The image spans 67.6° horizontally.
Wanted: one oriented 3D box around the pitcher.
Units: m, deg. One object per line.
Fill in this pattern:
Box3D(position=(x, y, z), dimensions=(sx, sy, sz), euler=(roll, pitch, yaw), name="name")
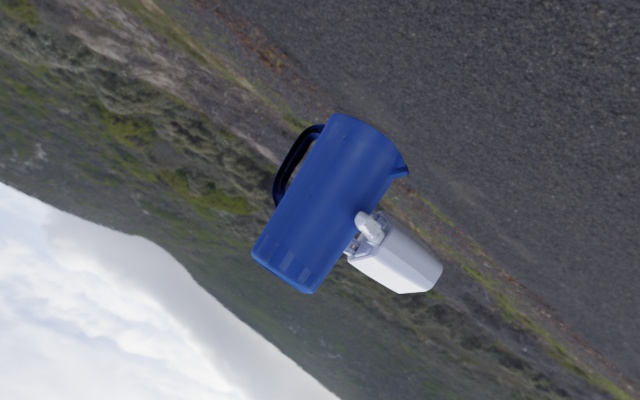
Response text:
Box3D(position=(0.000, 0.002, 0.696), dimensions=(0.145, 0.243, 0.149), euler=(35, -8, -14), name="pitcher")
